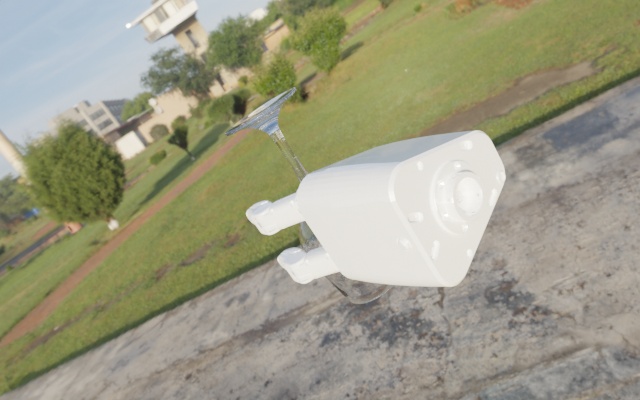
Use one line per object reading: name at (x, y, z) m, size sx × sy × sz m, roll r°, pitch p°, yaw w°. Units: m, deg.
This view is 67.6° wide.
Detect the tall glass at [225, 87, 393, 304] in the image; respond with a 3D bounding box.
tall glass at (0.000, 0.001, 0.444) m, size 0.079 × 0.201 × 0.079 m, roll -30°, pitch 17°, yaw 10°
